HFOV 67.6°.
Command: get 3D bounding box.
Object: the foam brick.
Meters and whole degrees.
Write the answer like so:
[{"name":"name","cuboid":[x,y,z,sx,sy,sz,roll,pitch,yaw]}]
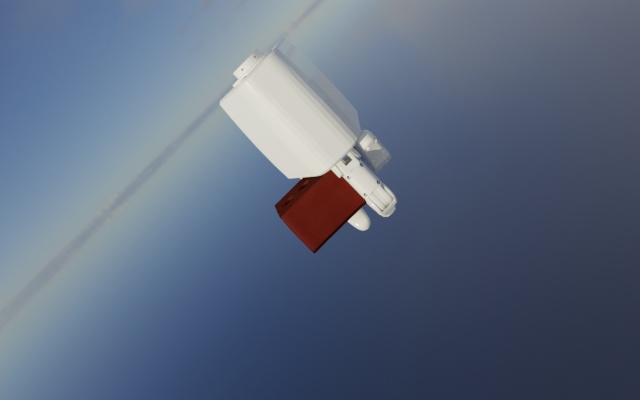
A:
[{"name":"foam brick","cuboid":[0.000,0.002,0.473,0.051,0.078,0.053,45,2,-18]}]
